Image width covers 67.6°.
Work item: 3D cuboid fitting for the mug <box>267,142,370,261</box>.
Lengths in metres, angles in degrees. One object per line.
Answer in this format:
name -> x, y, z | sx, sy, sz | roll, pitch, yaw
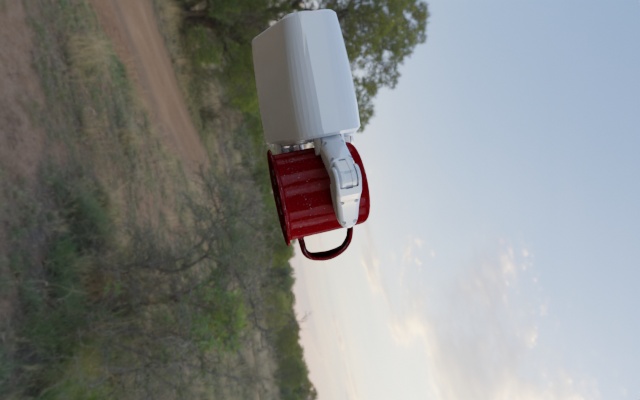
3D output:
mug -> 0.001, 0.003, 0.461 | 0.081, 0.117, 0.093 | -12, 10, -9
